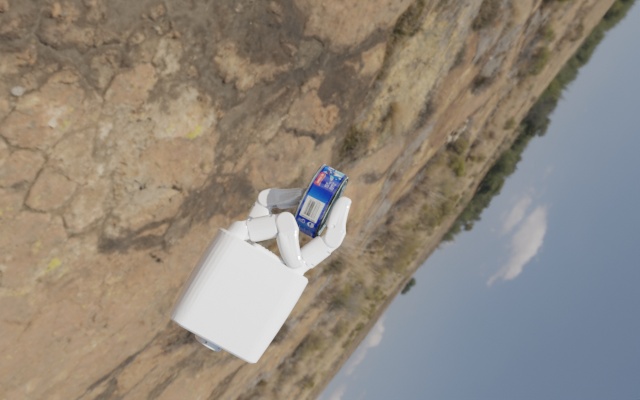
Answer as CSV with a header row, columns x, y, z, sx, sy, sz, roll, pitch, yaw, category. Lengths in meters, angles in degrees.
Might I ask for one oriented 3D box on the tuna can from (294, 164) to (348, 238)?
x,y,z,sx,sy,sz,roll,pitch,yaw,category
0.001,0.002,0.568,0.034,0.086,0.086,27,3,7,tuna can
